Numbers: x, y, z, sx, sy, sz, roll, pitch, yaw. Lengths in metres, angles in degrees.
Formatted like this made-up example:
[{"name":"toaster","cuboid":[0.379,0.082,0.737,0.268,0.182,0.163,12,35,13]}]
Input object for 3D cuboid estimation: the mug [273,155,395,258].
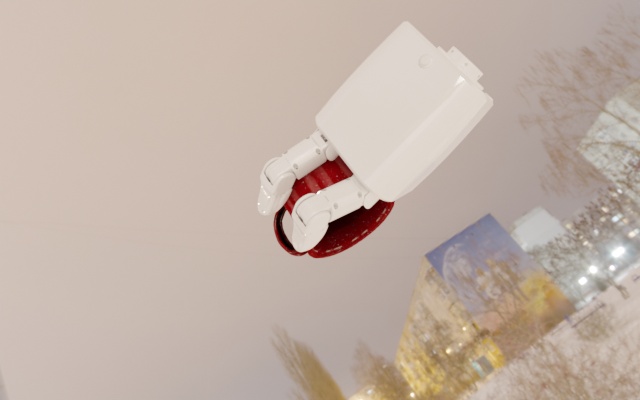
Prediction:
[{"name":"mug","cuboid":[-0.001,0.002,0.447,0.117,0.081,0.093,-46,-27,22]}]
